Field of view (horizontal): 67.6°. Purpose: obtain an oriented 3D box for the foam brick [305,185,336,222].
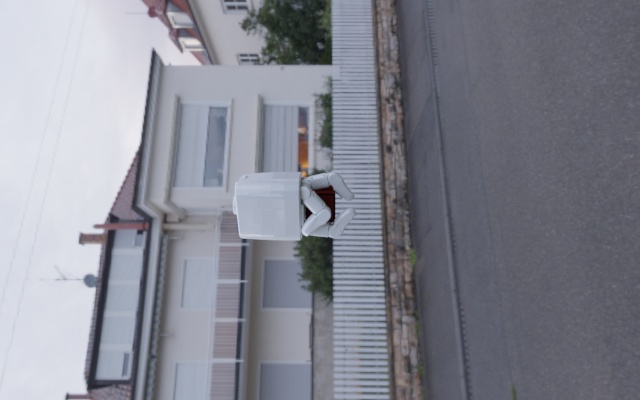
[{"bbox_3d":[0.000,0.003,0.843,0.051,0.053,0.078,0,14,1],"label":"foam brick"}]
